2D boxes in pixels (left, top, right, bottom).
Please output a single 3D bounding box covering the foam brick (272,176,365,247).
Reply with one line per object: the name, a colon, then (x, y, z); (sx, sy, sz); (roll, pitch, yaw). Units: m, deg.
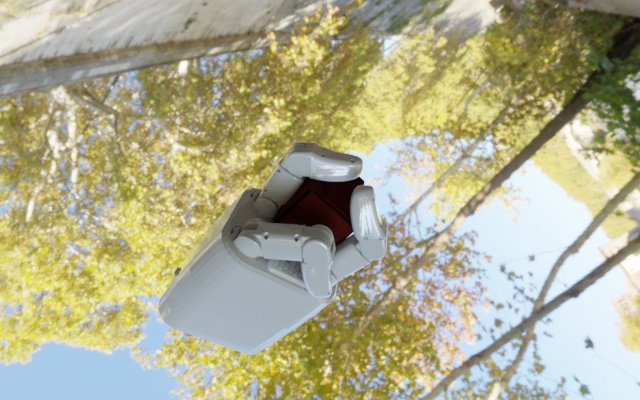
foam brick: (0.000, 0.001, 0.409); (0.051, 0.053, 0.078); (-43, 15, 28)
